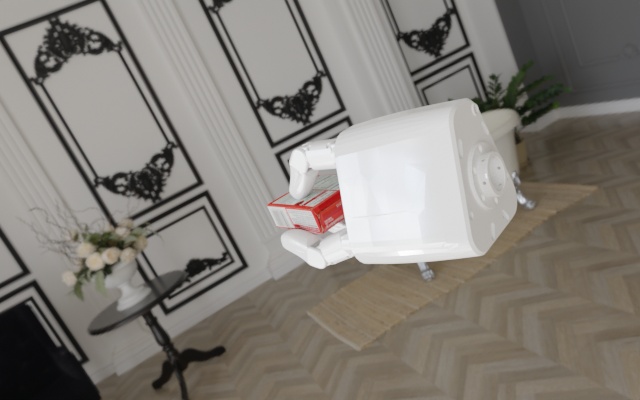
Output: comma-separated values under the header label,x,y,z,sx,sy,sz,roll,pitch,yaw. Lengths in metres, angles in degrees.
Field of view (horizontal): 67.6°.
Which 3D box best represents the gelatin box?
label,x,y,z,sx,sy,sz,roll,pitch,yaw
gelatin box,0.000,0.001,0.482,0.073,0.030,0.089,-32,20,-30
